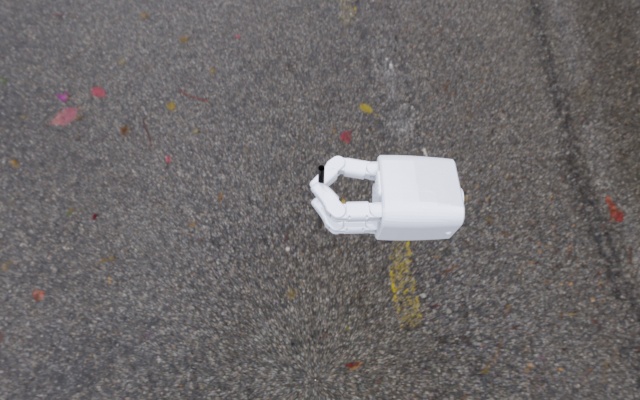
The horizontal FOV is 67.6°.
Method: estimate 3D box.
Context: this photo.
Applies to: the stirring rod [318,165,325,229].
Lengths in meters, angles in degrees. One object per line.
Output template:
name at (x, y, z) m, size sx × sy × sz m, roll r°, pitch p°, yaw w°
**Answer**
stirring rod at (0.000, 0.002, 0.701) m, size 0.011 × 0.011 × 0.240 m, roll 0°, pitch -21°, yaw -1°
